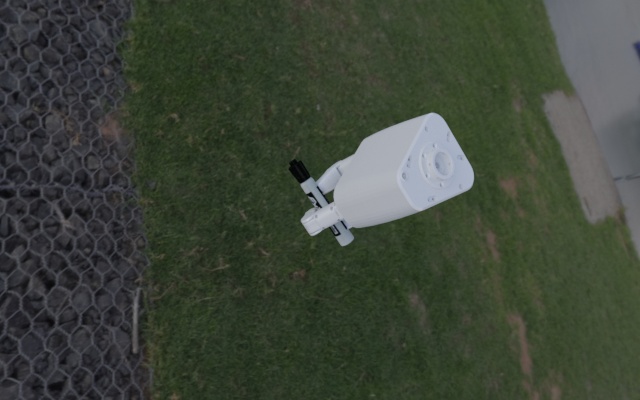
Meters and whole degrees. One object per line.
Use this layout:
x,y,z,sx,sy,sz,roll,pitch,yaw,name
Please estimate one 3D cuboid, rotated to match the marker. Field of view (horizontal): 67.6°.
0.000,0.002,0.574,0.020,0.121,0.020,-33,12,8,marker
